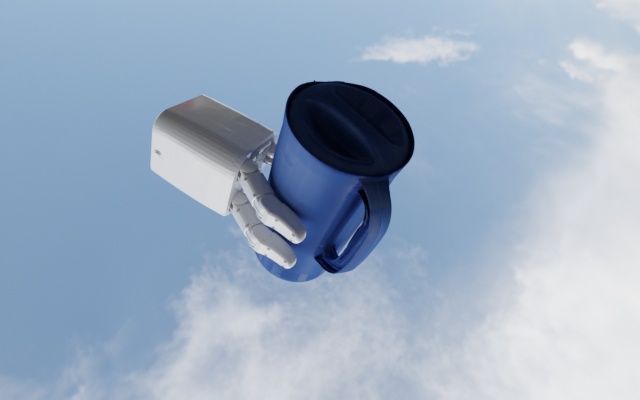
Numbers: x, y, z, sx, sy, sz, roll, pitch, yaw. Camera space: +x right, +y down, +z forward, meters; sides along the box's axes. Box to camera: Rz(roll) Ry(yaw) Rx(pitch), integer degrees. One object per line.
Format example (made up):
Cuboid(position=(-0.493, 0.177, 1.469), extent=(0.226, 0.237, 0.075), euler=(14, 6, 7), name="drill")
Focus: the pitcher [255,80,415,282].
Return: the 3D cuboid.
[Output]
Cuboid(position=(0.000, 0.002, 0.541), extent=(0.145, 0.149, 0.243), euler=(29, -42, 4), name="pitcher")
